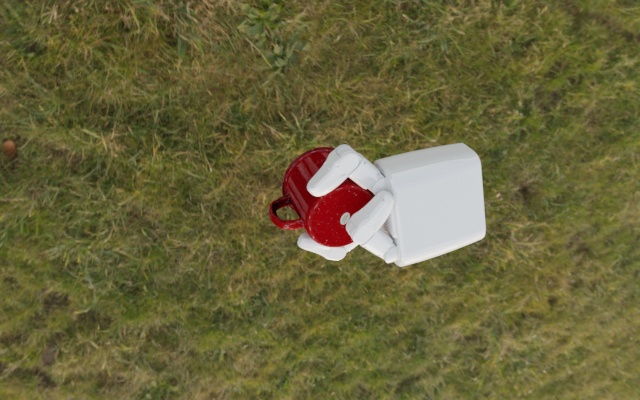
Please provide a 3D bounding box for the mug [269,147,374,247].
[{"bbox_3d":[-0.001,0.002,0.533,0.117,0.093,0.081,-16,35,-12],"label":"mug"}]
